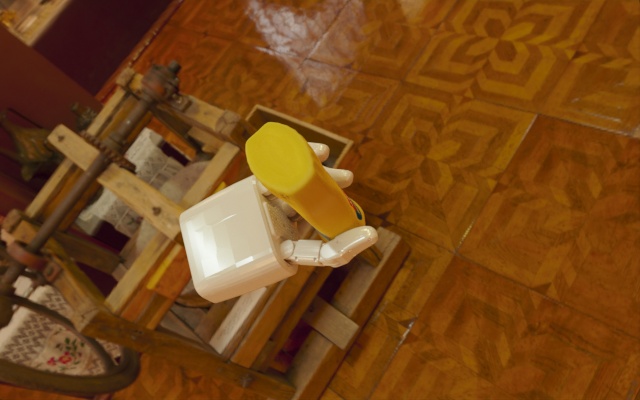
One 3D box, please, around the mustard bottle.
[{"bbox_3d":[0.000,0.001,0.510,0.096,0.058,0.192,46,-1,39],"label":"mustard bottle"}]
